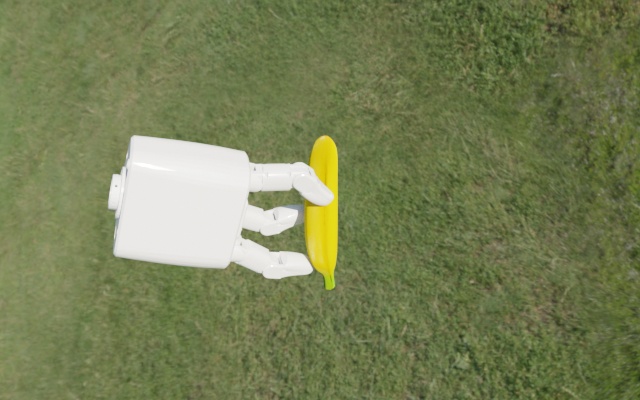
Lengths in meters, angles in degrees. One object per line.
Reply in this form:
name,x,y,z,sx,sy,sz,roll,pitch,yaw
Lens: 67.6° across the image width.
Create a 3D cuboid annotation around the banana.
banana,0.001,-0.003,0.547,0.037,0.197,0.070,2,-25,-1
